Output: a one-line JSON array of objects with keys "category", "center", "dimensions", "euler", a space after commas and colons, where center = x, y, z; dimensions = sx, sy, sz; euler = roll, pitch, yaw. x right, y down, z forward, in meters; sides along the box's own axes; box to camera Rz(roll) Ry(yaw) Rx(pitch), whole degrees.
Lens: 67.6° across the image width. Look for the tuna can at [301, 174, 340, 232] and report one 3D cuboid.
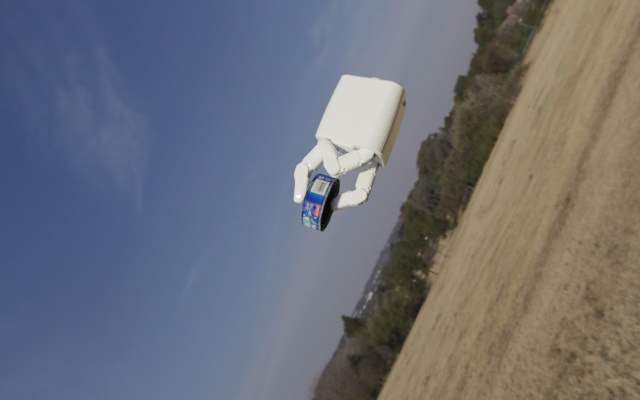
[{"category": "tuna can", "center": [0.000, 0.002, 0.739], "dimensions": [0.034, 0.086, 0.086], "euler": [18, 4, 13]}]
